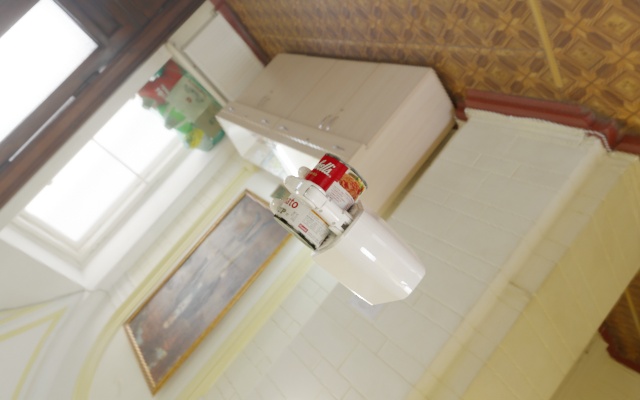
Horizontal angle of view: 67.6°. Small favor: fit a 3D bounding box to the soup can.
[{"bbox_3d":[0.000,0.002,0.582,0.068,0.102,0.068,39,-9,7],"label":"soup can"}]
